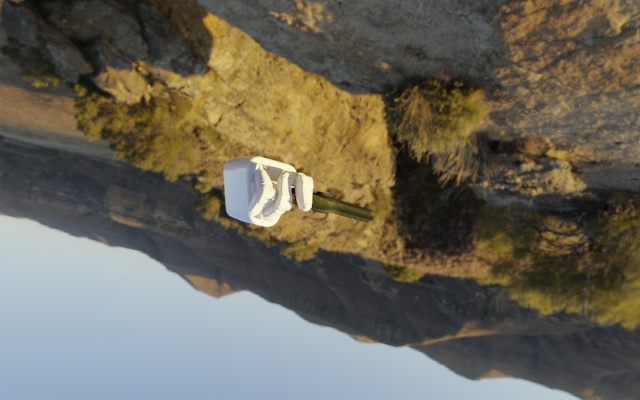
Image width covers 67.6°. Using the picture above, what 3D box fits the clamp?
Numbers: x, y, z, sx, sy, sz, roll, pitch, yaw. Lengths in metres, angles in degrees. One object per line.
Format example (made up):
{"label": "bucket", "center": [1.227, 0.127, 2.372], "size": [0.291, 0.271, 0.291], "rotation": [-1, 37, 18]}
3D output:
{"label": "clamp", "center": [0.000, 0.003, 0.842], "size": [0.171, 0.039, 0.120], "rotation": [17, -4, -35]}
